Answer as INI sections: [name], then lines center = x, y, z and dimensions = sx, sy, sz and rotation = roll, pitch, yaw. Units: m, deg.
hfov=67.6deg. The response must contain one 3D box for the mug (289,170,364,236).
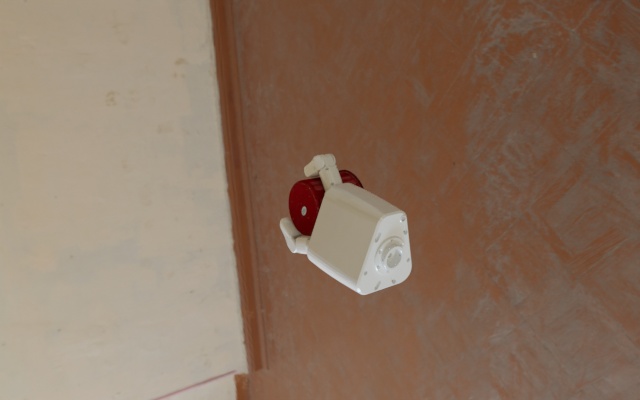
[mug]
center = -0.001, 0.002, 0.704
dimensions = 0.081, 0.093, 0.117
rotation = -11, 24, -34
